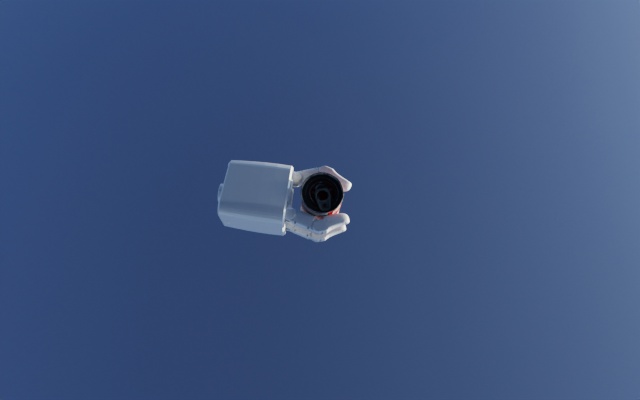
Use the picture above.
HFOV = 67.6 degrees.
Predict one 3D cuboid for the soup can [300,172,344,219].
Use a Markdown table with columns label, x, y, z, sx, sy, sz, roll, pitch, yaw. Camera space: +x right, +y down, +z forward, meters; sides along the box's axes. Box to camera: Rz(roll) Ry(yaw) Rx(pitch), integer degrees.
| label | x | y | z | sx | sy | sz | roll | pitch | yaw |
| --- | --- | --- | --- | --- | --- | --- | --- | --- | --- |
| soup can | 0.001 | 0.003 | 0.792 | 0.068 | 0.068 | 0.102 | 0 | -17 | -3 |
